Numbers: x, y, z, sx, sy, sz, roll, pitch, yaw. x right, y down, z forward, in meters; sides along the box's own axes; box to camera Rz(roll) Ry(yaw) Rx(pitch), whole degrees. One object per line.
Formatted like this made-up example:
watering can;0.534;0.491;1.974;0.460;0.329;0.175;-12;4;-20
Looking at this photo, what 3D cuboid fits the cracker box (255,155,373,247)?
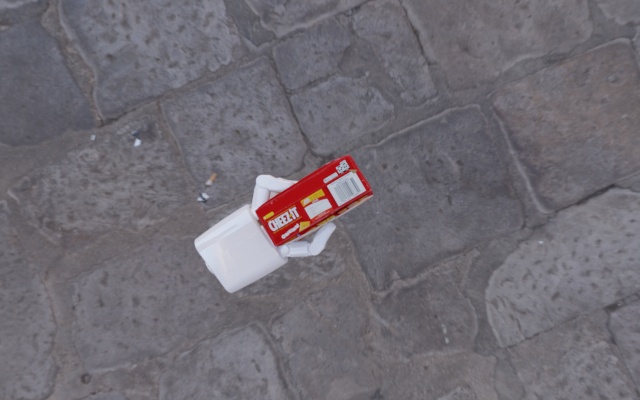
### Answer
cracker box;0.000;0.003;0.784;0.164;0.072;0.214;-31;-5;5
